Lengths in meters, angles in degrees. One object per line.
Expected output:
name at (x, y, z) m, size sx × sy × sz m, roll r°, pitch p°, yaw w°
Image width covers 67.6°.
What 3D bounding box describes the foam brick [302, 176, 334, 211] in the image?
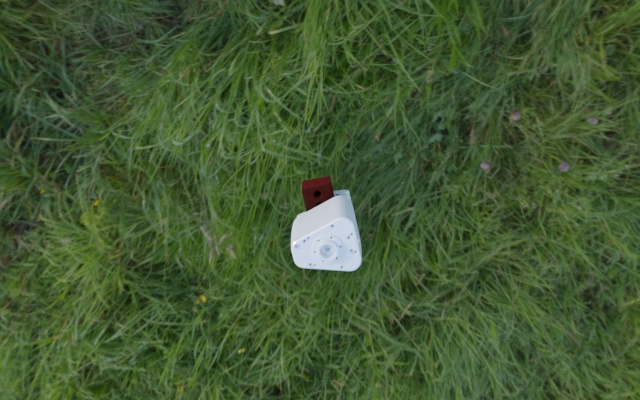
foam brick at (0.000, 0.003, 0.852) m, size 0.053 × 0.078 × 0.051 m, roll -12°, pitch 17°, yaw 4°
